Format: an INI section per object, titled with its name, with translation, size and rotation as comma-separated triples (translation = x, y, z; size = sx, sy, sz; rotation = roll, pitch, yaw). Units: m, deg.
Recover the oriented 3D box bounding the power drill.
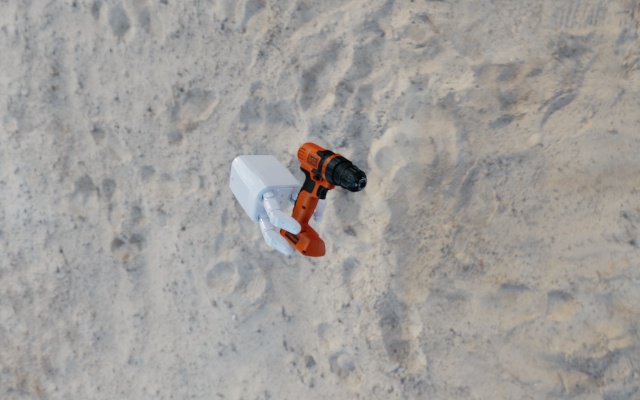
[power drill]
translation = 0.000, 0.003, 0.857
size = 0.057, 0.188, 0.184
rotation = 9, 17, -36
